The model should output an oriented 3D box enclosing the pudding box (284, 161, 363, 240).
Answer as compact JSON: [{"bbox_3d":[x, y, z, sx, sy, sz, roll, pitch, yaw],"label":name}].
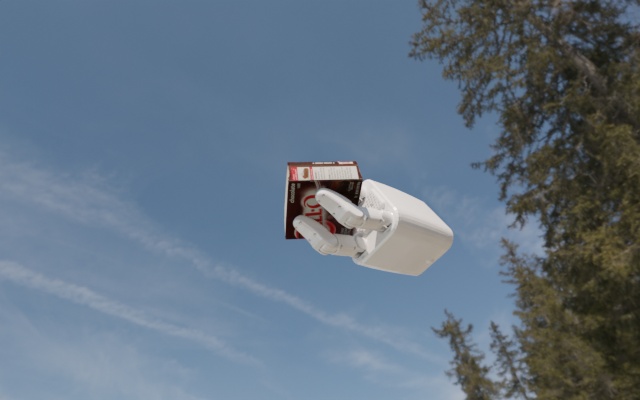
[{"bbox_3d":[0.000,0.002,0.604,0.090,0.039,0.114,-2,-45,-8],"label":"pudding box"}]
